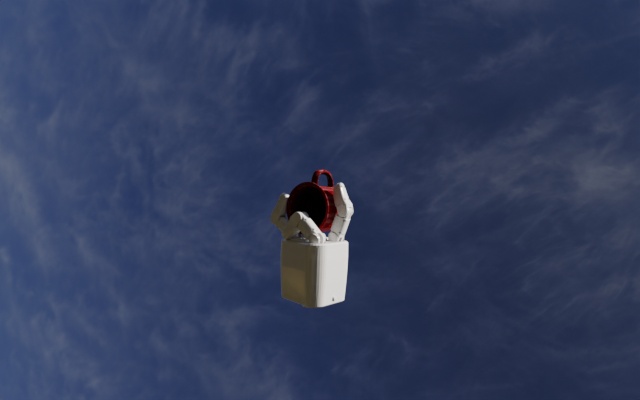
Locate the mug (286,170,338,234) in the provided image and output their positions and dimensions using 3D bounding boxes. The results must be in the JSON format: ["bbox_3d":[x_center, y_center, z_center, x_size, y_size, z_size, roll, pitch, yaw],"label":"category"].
[{"bbox_3d":[0.000,0.001,0.862,0.093,0.117,0.081,5,1,36],"label":"mug"}]
